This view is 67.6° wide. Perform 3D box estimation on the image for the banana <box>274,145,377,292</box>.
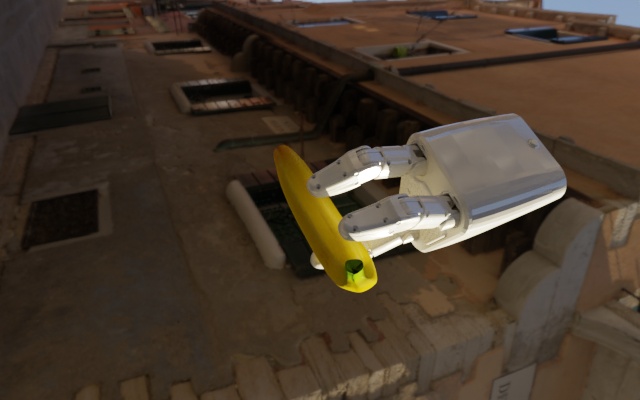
[{"bbox_3d":[0.004,0.018,0.411,0.037,0.070,0.197,-19,36,-13],"label":"banana"}]
